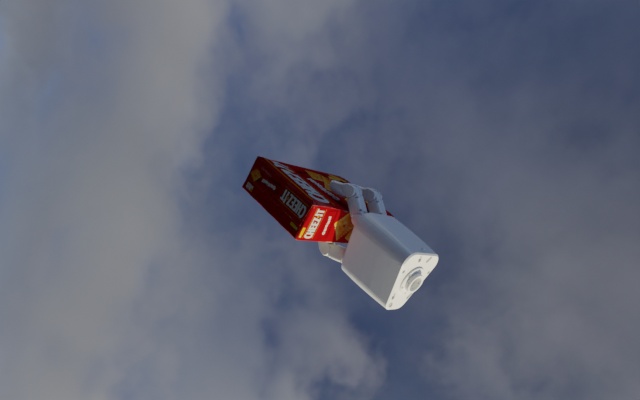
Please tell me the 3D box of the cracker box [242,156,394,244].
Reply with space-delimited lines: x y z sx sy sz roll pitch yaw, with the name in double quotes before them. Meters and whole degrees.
"cracker box" 0.000 0.003 0.823 0.214 0.072 0.164 11 22 -48
